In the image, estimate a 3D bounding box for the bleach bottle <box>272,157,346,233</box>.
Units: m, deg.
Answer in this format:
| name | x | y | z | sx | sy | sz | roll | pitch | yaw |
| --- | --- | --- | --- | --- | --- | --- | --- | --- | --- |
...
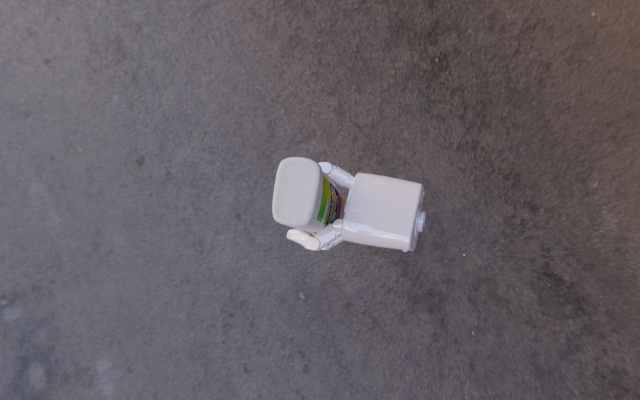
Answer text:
| name | x | y | z | sx | sy | sz | roll | pitch | yaw |
| --- | --- | --- | --- | --- | --- | --- | --- | --- | --- |
| bleach bottle | 0.000 | 0.003 | 0.787 | 0.068 | 0.102 | 0.251 | 8 | -4 | 18 |
